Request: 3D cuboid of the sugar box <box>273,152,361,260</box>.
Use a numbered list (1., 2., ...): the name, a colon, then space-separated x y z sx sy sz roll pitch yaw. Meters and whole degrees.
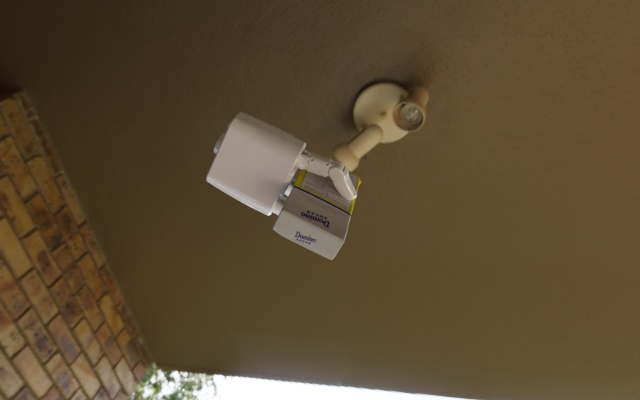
1. sugar box: 0.000 0.003 0.691 0.093 0.048 0.176 27 35 -3
